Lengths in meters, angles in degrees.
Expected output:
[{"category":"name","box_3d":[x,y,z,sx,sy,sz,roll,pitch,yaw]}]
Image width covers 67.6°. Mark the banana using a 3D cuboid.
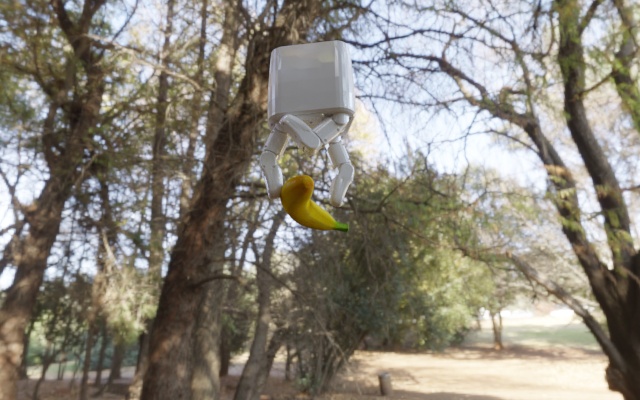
[{"category":"banana","box_3d":[-0.017,0.005,0.633,0.069,0.037,0.198,-7,-19,15]}]
